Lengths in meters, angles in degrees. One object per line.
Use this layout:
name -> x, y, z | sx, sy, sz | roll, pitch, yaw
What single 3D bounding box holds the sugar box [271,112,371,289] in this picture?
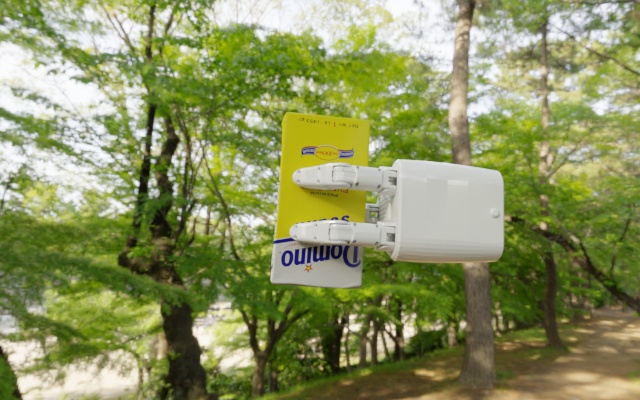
sugar box -> 0.000, 0.001, 0.500 | 0.093, 0.176, 0.048 | 4, -9, -7
